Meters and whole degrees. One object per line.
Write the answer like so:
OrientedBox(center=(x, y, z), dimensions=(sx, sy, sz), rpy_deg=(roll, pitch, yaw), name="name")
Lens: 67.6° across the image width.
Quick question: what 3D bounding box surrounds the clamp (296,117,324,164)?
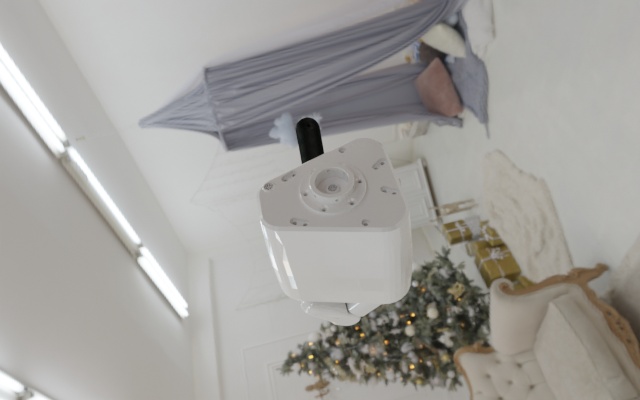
OrientedBox(center=(0.000, 0.002, 0.494), dimensions=(0.039, 0.171, 0.120), rpy_deg=(-15, -39, -2), name="clamp")
